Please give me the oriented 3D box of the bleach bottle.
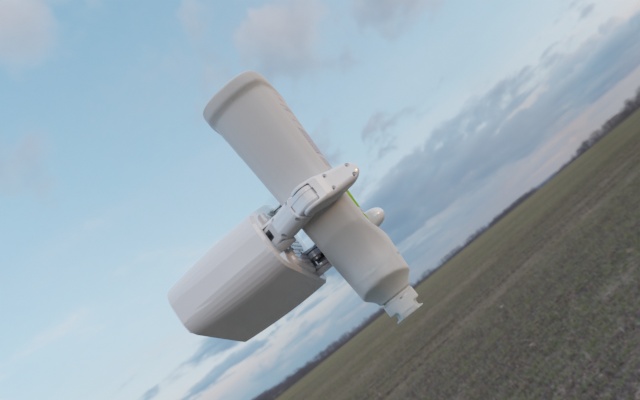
[{"bbox_3d":[0.000,0.001,0.434,0.068,0.250,0.102,-40,-15,7],"label":"bleach bottle"}]
